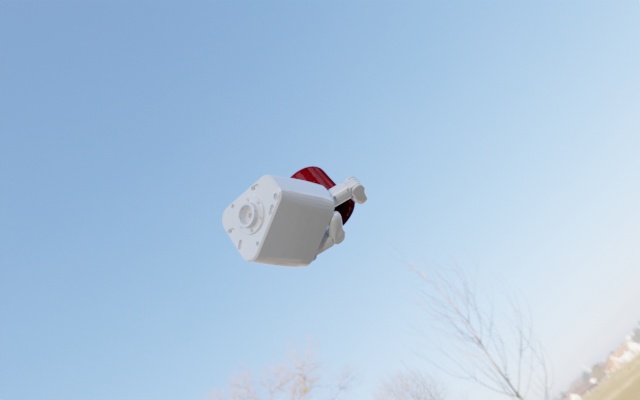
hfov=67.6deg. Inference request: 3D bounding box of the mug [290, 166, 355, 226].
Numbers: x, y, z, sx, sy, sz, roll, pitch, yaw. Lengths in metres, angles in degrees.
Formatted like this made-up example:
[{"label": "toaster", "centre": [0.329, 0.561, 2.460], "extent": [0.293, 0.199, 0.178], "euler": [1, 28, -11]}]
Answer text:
[{"label": "mug", "centre": [0.001, 0.002, 0.750], "extent": [0.117, 0.093, 0.081], "euler": [12, 31, -51]}]
